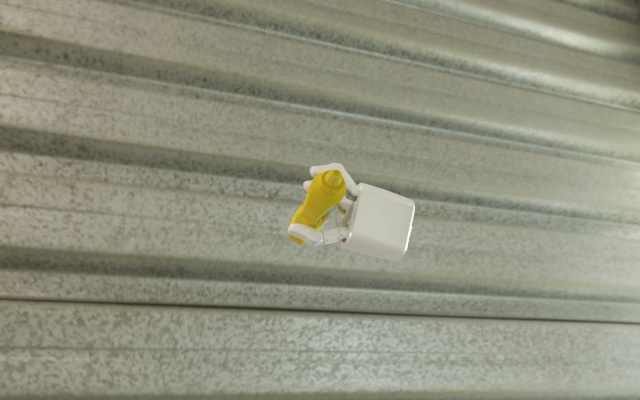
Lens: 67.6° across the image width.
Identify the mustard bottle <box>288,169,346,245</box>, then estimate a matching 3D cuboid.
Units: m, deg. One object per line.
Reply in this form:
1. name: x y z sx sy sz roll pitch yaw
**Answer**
1. mustard bottle: 0.000 0.003 0.824 0.058 0.096 0.192 38 -32 4
